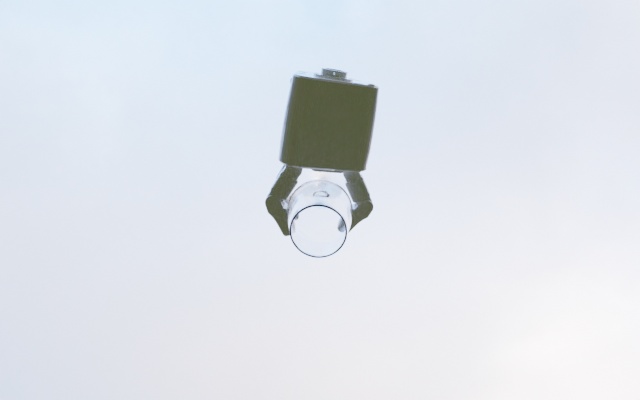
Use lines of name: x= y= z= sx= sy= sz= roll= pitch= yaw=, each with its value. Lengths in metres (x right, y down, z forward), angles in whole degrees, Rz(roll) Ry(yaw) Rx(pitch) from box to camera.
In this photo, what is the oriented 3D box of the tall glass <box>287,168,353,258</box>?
tall glass: x=0.000 y=0.002 z=0.601 sx=0.079 sy=0.079 sz=0.201 roll=0 pitch=19 yaw=1
